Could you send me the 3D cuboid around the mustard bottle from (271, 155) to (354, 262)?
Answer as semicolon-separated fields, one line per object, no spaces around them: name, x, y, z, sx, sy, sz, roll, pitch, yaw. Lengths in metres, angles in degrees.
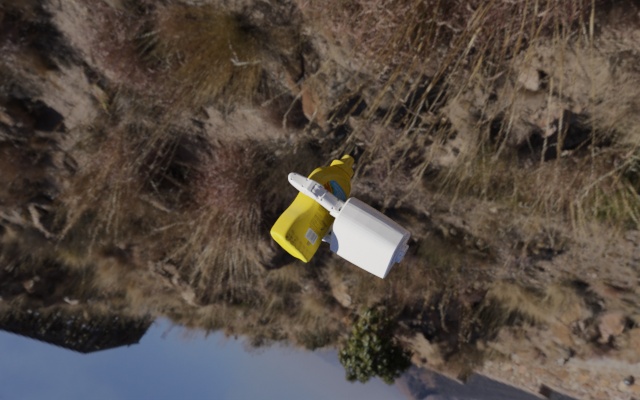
mustard bottle;0.000;0.003;0.801;0.058;0.191;0.096;22;-19;39
